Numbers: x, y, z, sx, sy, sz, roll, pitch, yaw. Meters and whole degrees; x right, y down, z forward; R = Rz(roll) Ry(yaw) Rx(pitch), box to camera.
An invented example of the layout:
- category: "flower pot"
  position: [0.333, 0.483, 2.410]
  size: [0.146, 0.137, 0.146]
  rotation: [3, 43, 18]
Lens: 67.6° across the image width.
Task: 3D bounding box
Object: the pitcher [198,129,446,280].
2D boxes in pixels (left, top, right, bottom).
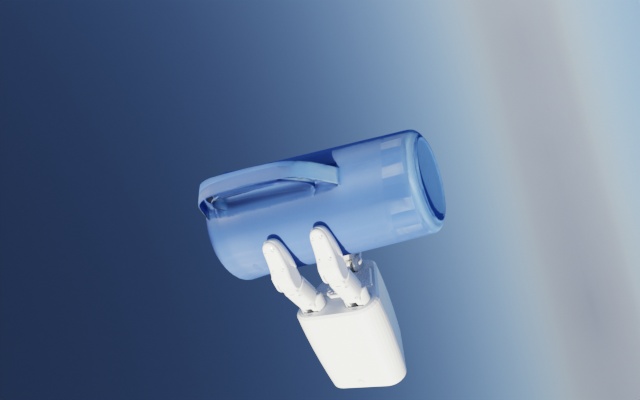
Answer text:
- category: "pitcher"
  position: [0.000, 0.002, 0.519]
  size: [0.243, 0.145, 0.149]
  rotation: [-14, 17, 26]
